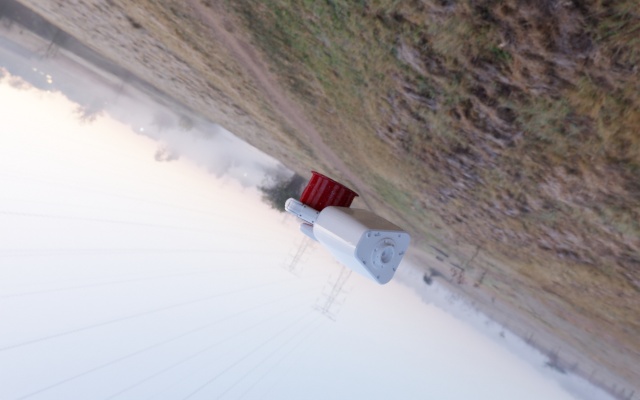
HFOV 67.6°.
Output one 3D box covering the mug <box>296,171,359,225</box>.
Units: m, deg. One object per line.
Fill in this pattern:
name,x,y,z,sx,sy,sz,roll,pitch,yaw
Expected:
mug,-0.001,0.002,0.830,0.093,0.081,0.117,29,-2,-38
